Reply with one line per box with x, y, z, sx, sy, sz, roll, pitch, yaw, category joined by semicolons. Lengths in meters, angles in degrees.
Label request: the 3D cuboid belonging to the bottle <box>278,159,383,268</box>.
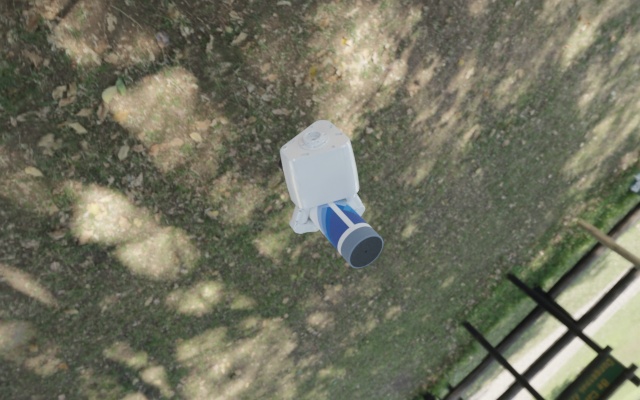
0.000;0.003;0.857;0.069;0.069;0.295;0;33;-36;bottle
